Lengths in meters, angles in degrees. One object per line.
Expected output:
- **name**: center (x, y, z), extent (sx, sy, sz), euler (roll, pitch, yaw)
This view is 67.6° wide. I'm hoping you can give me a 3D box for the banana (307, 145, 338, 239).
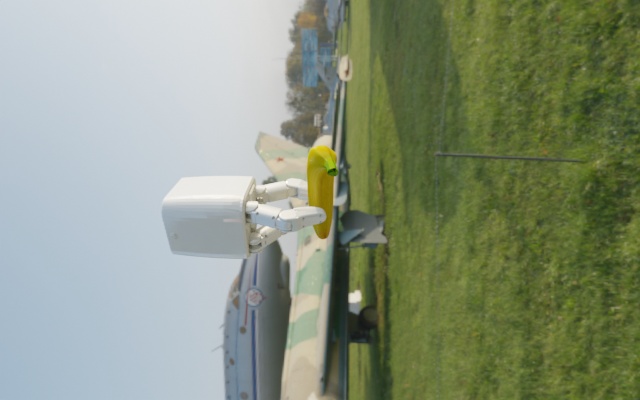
- **banana**: center (0.000, -0.016, 0.622), extent (0.037, 0.069, 0.198), euler (1, -27, 0)
